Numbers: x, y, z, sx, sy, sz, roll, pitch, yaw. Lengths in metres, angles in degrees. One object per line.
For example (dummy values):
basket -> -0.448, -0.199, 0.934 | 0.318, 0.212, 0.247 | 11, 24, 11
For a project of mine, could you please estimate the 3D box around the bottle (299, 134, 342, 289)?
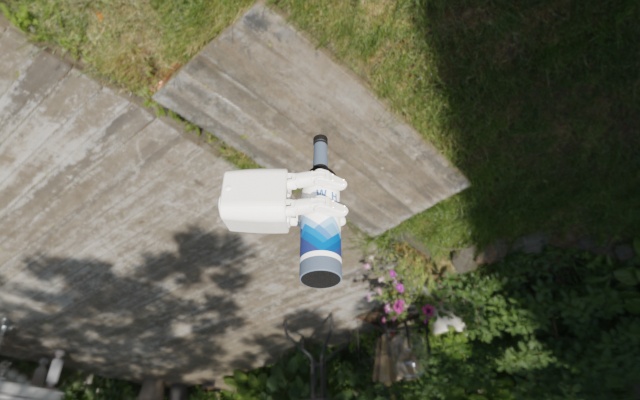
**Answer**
bottle -> 0.000, 0.003, 0.824 | 0.069, 0.295, 0.069 | 0, -35, 0
